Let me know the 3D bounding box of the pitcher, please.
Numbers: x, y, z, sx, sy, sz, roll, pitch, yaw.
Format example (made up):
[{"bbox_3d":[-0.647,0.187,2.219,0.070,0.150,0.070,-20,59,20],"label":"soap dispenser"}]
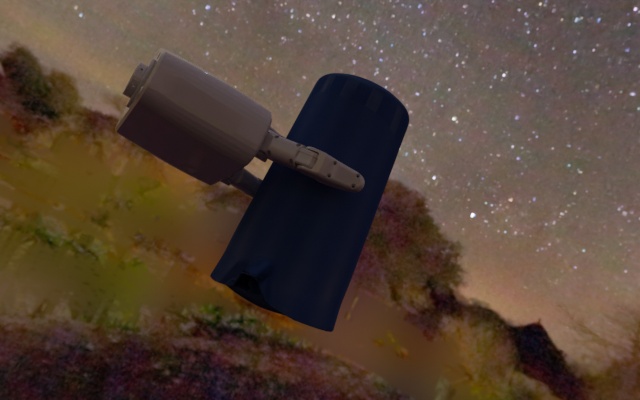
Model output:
[{"bbox_3d":[0.000,0.002,0.501,0.145,0.243,0.149,29,-9,-25],"label":"pitcher"}]
